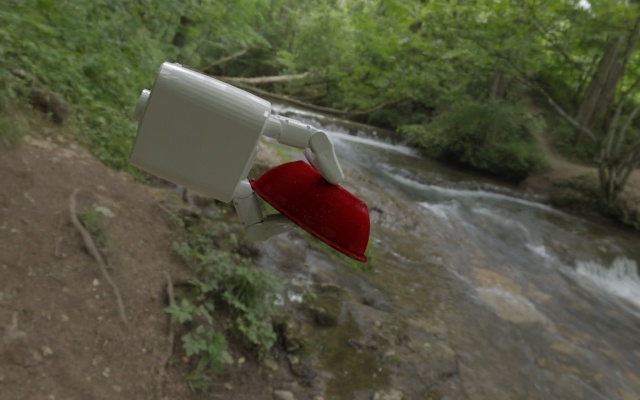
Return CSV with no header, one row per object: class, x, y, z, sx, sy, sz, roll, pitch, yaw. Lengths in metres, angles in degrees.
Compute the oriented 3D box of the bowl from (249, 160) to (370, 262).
bowl,0.001,0.002,0.541,0.162,0.055,0.162,34,3,-2
